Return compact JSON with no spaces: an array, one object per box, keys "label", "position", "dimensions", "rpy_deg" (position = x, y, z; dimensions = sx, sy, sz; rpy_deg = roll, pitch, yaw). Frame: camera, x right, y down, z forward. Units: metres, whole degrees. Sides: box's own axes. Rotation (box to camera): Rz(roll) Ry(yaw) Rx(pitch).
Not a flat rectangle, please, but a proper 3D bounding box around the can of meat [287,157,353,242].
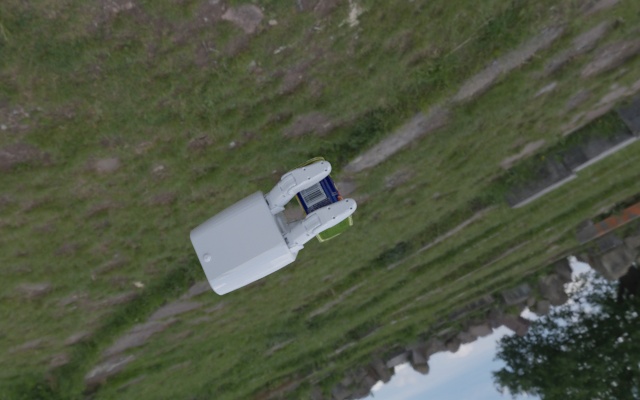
[{"label":"can of meat","position":[0.000,0.002,0.623],"dimensions":[0.057,0.084,0.102],"rpy_deg":[-27,-14,-1]}]
